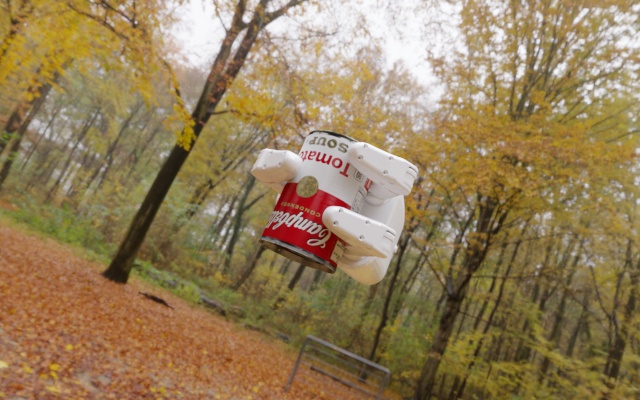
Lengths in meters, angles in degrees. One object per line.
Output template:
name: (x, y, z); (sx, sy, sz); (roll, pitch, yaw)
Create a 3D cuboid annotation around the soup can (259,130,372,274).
soup can: (0.000, 0.001, 0.400); (0.068, 0.102, 0.068); (22, -14, 6)
